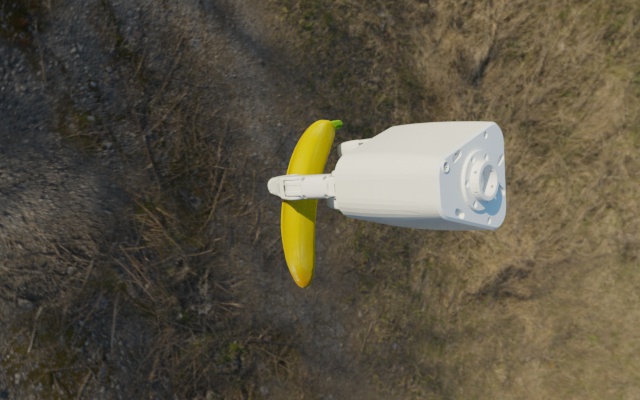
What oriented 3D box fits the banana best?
[{"bbox_3d":[-0.011,-0.007,0.514,0.037,0.197,0.070,3,-14,43],"label":"banana"}]
